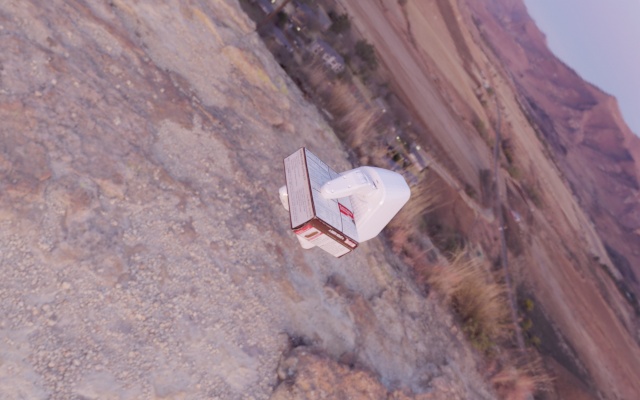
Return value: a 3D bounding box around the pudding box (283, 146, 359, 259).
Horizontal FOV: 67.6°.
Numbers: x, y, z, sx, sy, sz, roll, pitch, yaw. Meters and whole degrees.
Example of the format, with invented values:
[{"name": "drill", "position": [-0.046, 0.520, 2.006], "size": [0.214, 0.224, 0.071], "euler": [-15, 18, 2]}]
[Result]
[{"name": "pudding box", "position": [0.000, 0.002, 0.578], "size": [0.039, 0.113, 0.090], "euler": [-33, -44, 24]}]
